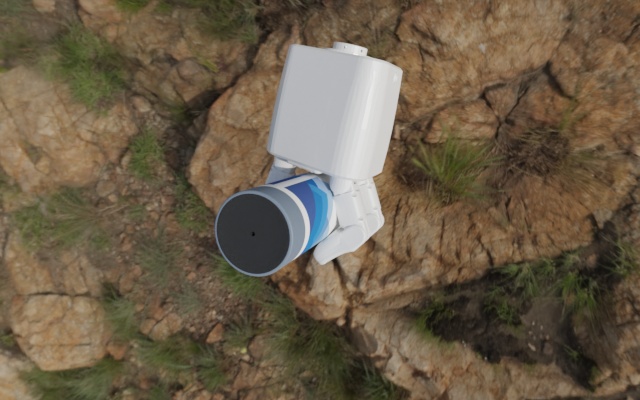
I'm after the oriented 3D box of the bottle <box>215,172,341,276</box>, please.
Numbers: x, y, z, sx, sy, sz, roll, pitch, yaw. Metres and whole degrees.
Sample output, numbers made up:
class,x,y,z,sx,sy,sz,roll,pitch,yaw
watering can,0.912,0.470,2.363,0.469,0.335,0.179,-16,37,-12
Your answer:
class,x,y,z,sx,sy,sz,roll,pitch,yaw
bottle,0.000,0.002,0.493,0.069,0.069,0.295,0,9,21
